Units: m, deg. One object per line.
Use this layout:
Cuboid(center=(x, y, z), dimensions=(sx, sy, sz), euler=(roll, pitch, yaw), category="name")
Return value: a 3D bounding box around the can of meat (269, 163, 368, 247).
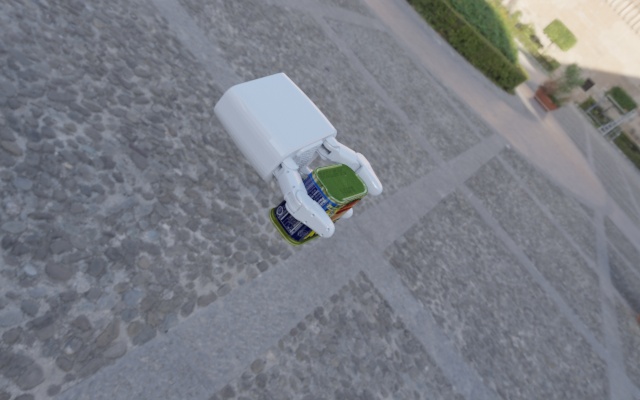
Cuboid(center=(0.000, 0.002, 0.580), dimensions=(0.084, 0.057, 0.102), euler=(-44, -13, 28), category="can of meat")
